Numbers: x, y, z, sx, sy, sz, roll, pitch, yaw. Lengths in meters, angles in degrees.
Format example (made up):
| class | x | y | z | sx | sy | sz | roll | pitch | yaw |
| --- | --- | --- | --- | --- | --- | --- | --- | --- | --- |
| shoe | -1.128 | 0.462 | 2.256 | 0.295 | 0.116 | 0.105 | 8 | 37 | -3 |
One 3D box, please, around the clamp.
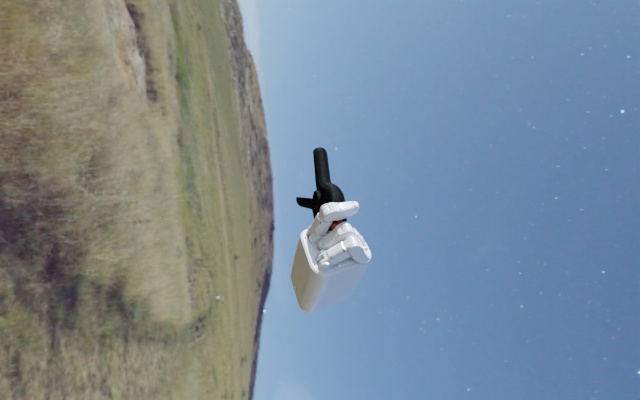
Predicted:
| class | x | y | z | sx | sy | sz | roll | pitch | yaw |
| --- | --- | --- | --- | --- | --- | --- | --- | --- | --- |
| clamp | 0.001 | 0.003 | 0.817 | 0.039 | 0.120 | 0.171 | 3 | 41 | -20 |
